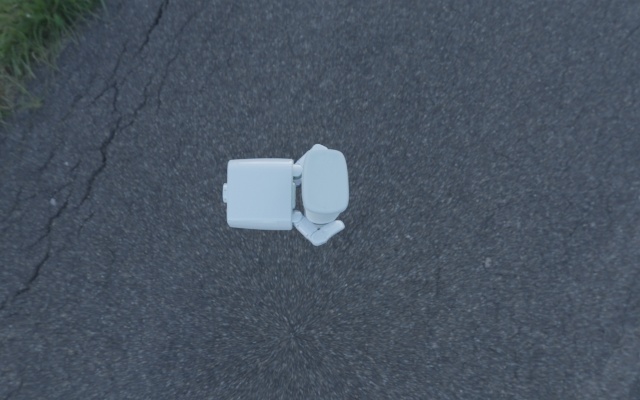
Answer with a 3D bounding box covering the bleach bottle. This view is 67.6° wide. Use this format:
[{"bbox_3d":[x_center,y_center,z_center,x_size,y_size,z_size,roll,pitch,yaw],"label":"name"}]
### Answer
[{"bbox_3d":[0.000,0.003,0.807,0.068,0.102,0.251,0,-16,-3],"label":"bleach bottle"}]
